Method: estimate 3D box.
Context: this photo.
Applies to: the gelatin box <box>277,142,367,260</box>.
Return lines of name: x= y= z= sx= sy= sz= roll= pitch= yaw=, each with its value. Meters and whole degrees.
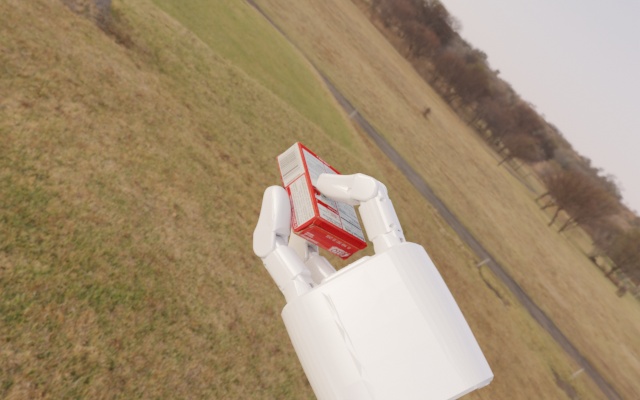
gelatin box: x=0.000 y=0.001 z=0.428 sx=0.030 sy=0.089 sz=0.073 roll=-33 pitch=-40 yaw=23
